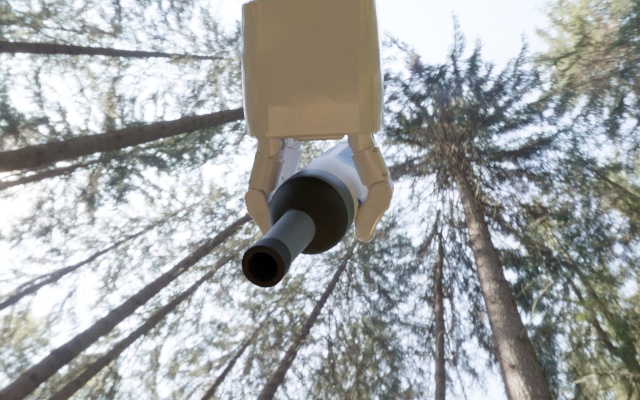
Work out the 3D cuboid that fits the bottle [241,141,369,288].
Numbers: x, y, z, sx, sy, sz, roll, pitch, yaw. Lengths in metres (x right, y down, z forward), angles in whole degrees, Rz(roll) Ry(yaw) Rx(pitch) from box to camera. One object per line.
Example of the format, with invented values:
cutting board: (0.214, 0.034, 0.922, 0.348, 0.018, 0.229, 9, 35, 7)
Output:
bottle: (0.000, 0.001, 0.419, 0.069, 0.069, 0.295, 0, 15, 14)
